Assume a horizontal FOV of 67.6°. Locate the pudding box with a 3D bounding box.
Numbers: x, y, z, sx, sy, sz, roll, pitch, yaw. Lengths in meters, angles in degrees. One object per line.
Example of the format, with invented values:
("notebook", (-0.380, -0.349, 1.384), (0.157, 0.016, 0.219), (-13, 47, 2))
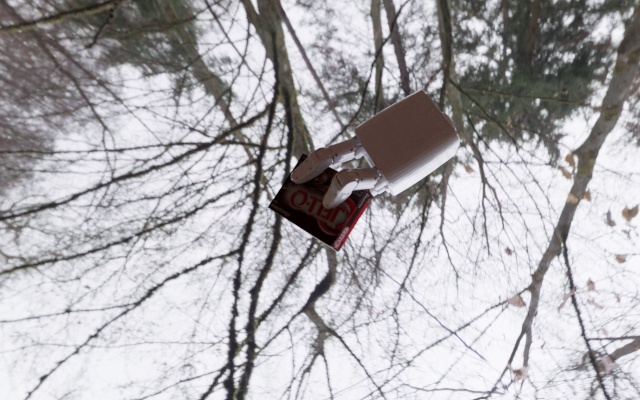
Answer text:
("pudding box", (0.000, 0.002, 0.635), (0.113, 0.090, 0.039), (29, -8, 28))
